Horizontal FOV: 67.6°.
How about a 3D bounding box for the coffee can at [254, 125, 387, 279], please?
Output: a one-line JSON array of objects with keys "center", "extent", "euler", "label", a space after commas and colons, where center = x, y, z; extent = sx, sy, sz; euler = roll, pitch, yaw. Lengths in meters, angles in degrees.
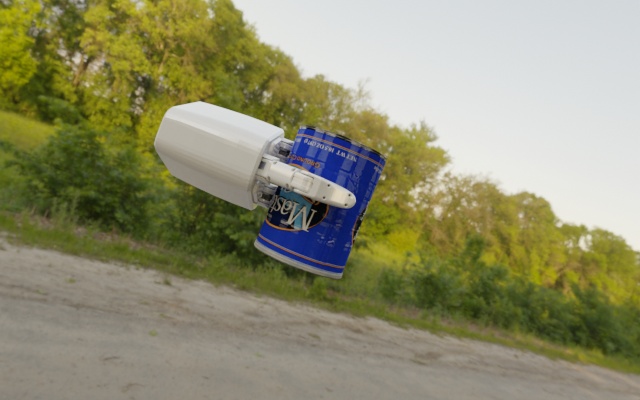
[{"center": [0.000, 0.002, 0.524], "extent": [0.103, 0.140, 0.103], "euler": [21, 0, 0], "label": "coffee can"}]
